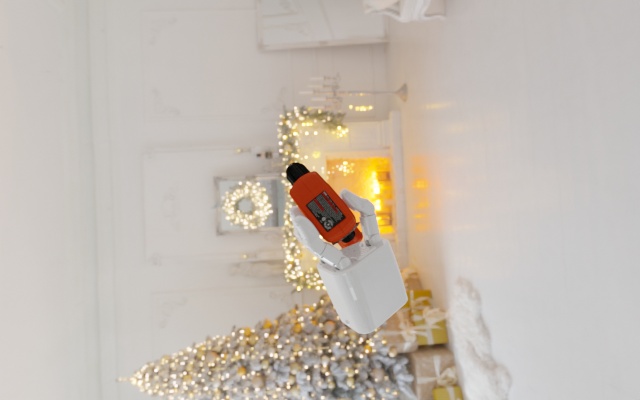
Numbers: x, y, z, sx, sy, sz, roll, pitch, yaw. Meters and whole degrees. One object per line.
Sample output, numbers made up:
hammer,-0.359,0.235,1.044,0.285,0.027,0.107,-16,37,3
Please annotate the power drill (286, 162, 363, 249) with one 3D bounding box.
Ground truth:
power drill,0.000,0.003,0.764,0.057,0.184,0.187,-41,-5,2
